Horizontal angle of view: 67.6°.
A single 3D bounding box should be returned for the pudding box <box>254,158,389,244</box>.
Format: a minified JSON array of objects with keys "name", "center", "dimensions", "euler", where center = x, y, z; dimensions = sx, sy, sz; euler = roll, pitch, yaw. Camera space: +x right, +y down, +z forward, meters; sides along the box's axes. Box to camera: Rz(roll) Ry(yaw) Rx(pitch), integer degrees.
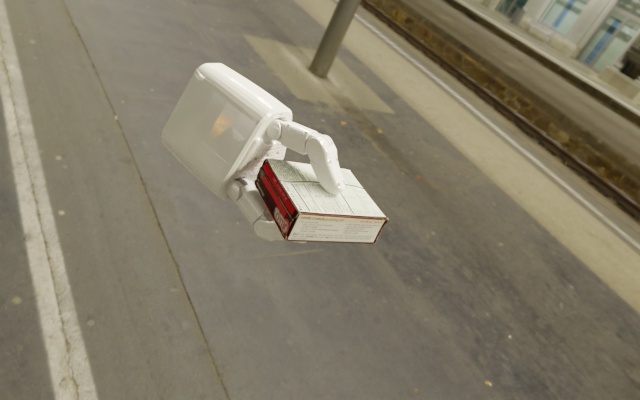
[{"name":"pudding box","center":[0.000,0.001,0.485],"dimensions":[0.113,0.039,0.090],"euler":[4,37,-34]}]
